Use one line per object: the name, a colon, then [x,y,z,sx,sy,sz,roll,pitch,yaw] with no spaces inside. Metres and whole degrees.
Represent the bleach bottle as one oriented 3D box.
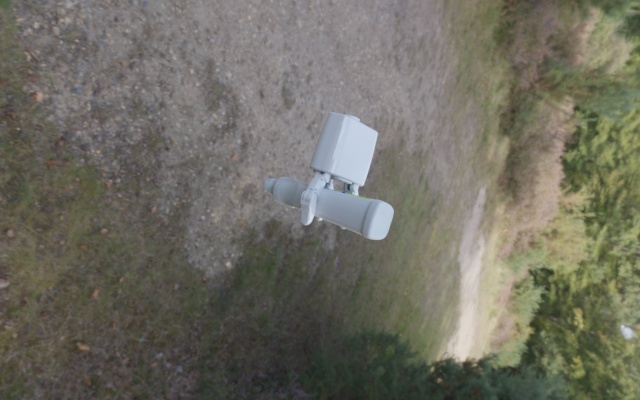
bleach bottle: [0.000,0.003,0.870,0.251,0.068,0.102,18,0,26]
